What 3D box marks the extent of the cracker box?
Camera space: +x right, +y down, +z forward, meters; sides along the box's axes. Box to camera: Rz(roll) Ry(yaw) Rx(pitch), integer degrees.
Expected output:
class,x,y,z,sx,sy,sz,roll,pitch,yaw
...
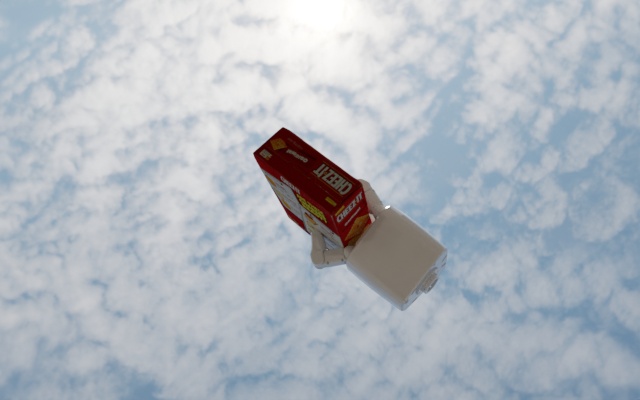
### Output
class,x,y,z,sx,sy,sz,roll,pitch,yaw
cracker box,0.000,0.003,0.751,0.164,0.072,0.214,38,-15,26
